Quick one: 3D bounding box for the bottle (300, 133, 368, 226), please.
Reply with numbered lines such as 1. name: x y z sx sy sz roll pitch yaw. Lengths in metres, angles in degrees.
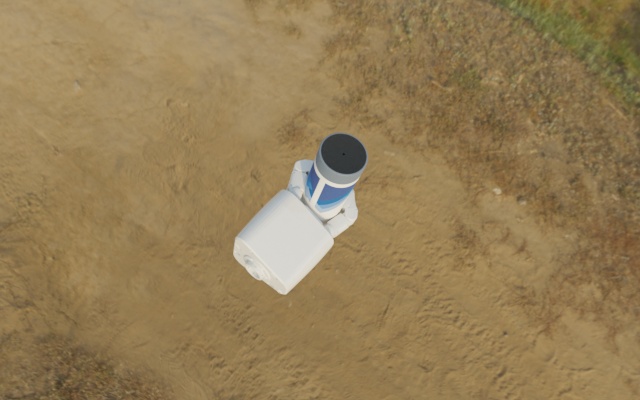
1. bottle: 0.000 0.002 0.753 0.069 0.069 0.296 0 -26 -13
